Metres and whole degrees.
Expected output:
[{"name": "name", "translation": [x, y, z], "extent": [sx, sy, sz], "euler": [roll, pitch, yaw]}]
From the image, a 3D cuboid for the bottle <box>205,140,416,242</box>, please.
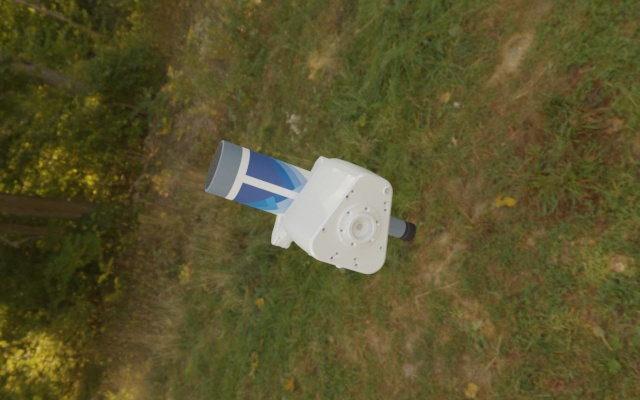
[{"name": "bottle", "translation": [0.000, 0.002, 0.634], "extent": [0.296, 0.069, 0.069], "euler": [19, -7, -21]}]
